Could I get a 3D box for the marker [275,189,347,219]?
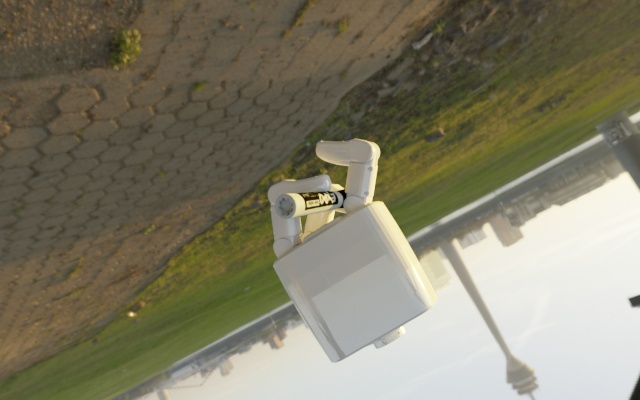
[{"bbox_3d":[0.000,0.001,0.410,0.020,0.020,0.121,0,3,26],"label":"marker"}]
